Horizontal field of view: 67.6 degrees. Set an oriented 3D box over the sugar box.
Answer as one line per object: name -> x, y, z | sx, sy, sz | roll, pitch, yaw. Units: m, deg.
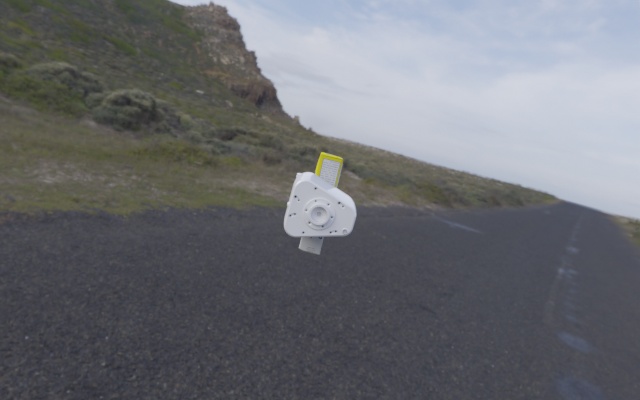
sugar box -> 0.000, 0.003, 0.874 | 0.048, 0.176, 0.093 | 16, 7, -1
